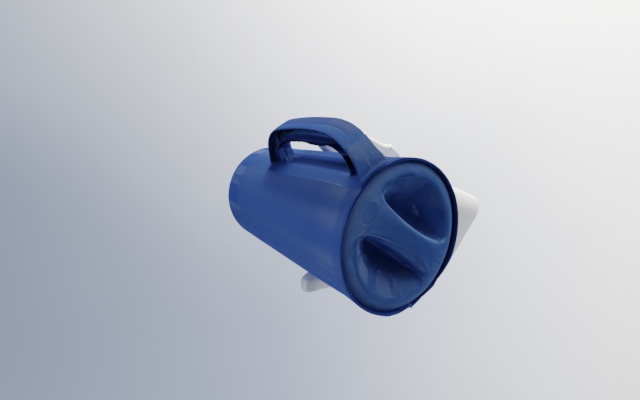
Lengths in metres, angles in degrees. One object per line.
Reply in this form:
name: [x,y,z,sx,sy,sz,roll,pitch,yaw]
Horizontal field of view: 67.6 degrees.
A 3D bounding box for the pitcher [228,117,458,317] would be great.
pitcher: [0.000,0.002,0.476,0.145,0.149,0.243,10,5,-37]
